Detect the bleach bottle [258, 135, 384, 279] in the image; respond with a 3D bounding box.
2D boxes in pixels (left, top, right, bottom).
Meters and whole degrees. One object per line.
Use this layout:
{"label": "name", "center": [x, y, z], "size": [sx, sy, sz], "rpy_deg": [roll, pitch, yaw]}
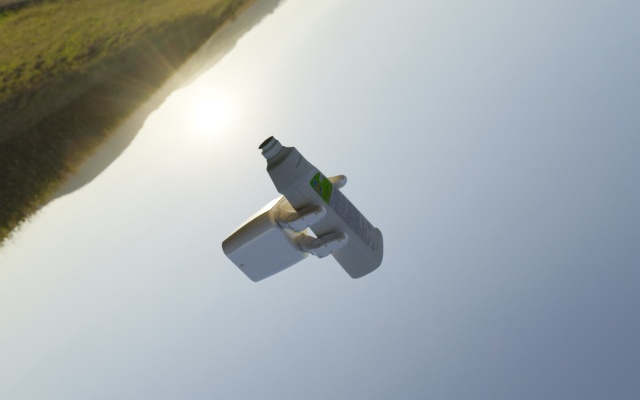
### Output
{"label": "bleach bottle", "center": [0.000, 0.002, 0.716], "size": [0.068, 0.251, 0.102], "rpy_deg": [-31, 25, 21]}
